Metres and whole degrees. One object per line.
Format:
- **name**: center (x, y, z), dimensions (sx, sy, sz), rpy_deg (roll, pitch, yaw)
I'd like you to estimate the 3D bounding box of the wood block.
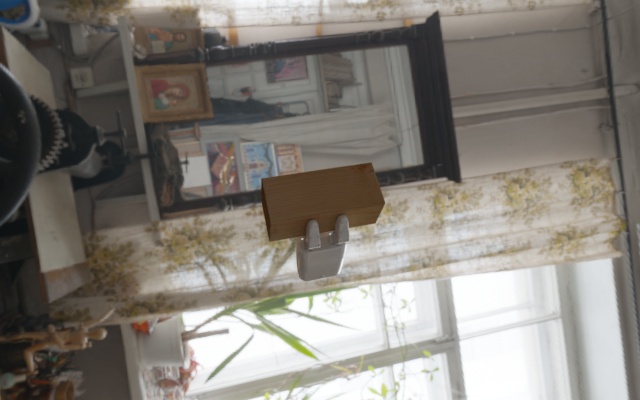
- **wood block**: center (0.000, 0.003, 0.878), dimensions (0.206, 0.090, 0.090), rpy_deg (-9, -27, -12)
